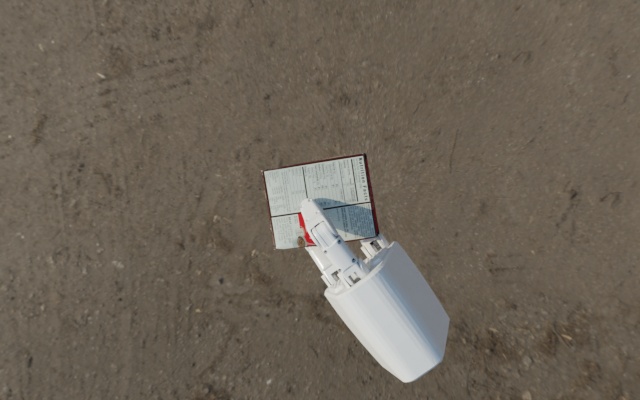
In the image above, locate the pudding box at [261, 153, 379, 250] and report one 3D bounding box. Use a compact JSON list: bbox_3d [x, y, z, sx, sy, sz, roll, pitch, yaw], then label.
[{"bbox_3d":[0.000,0.002,0.507,0.113,0.090,0.039,-8,2,5],"label":"pudding box"}]
